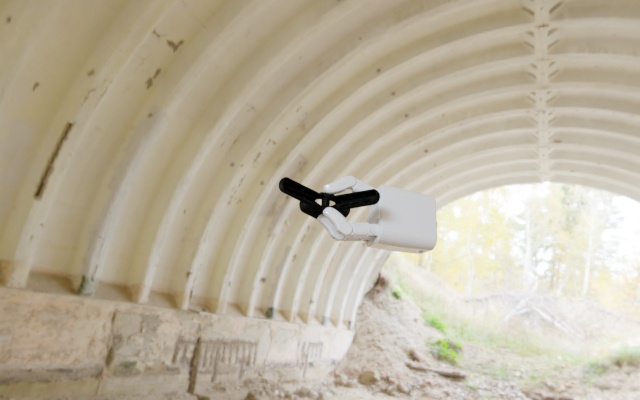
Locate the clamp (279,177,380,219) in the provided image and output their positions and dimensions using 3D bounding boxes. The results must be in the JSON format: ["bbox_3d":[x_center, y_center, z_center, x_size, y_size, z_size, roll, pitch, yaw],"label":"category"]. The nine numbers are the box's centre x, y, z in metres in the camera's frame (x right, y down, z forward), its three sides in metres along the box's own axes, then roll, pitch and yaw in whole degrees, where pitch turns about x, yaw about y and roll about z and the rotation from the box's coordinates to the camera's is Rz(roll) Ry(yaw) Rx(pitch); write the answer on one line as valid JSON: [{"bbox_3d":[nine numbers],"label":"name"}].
[{"bbox_3d":[0.000,0.002,0.854,0.164,0.036,0.210,10,-14,-8],"label":"clamp"}]
